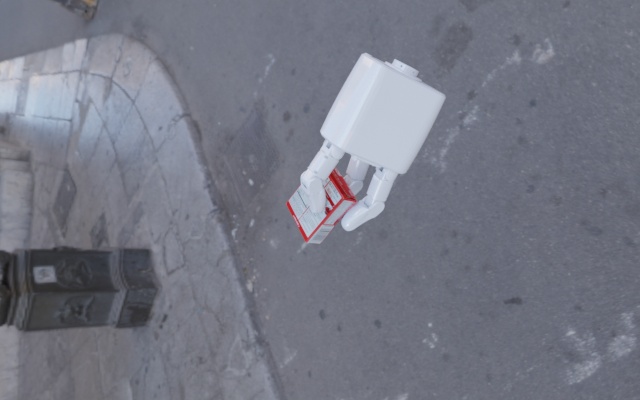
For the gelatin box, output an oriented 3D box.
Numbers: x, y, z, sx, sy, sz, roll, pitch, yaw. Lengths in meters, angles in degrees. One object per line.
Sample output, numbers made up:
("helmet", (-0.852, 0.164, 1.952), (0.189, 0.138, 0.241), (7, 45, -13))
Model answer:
("gelatin box", (0.000, 0.002, 0.635), (0.030, 0.073, 0.089), (10, -51, -44))
